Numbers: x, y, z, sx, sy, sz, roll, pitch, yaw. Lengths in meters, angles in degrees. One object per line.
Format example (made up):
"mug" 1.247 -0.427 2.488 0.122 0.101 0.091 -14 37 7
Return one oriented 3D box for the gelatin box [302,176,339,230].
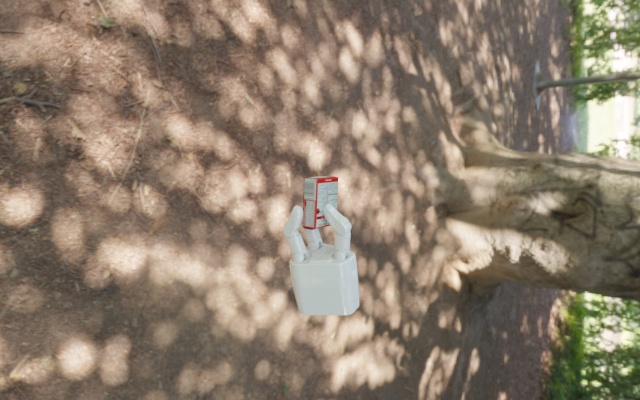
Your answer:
"gelatin box" 0.001 0.002 0.838 0.030 0.089 0.073 7 9 32
